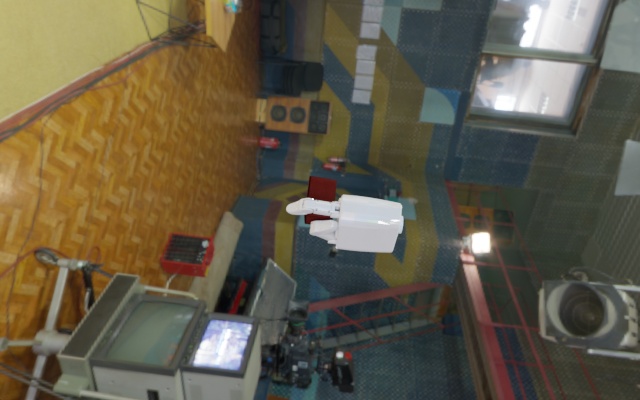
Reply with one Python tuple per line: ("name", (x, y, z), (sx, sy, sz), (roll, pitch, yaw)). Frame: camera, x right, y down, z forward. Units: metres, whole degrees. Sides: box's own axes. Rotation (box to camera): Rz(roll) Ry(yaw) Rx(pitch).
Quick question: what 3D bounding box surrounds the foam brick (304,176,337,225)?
("foam brick", (0.000, 0.003, 0.875), (0.051, 0.078, 0.053), (6, -20, 1))
